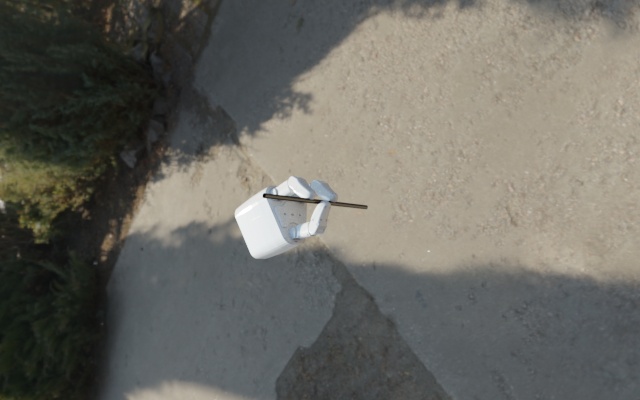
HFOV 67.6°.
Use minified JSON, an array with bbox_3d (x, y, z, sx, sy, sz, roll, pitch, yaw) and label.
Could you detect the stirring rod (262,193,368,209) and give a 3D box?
[{"bbox_3d":[0.000,0.003,0.800,0.011,0.011,0.239,0,-5,45],"label":"stirring rod"}]
